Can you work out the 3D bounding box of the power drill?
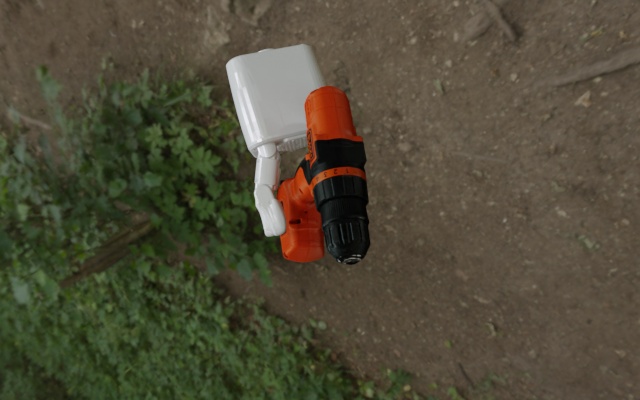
[{"bbox_3d":[0.000,0.002,0.514,0.057,0.184,0.188,2,-26,-17],"label":"power drill"}]
